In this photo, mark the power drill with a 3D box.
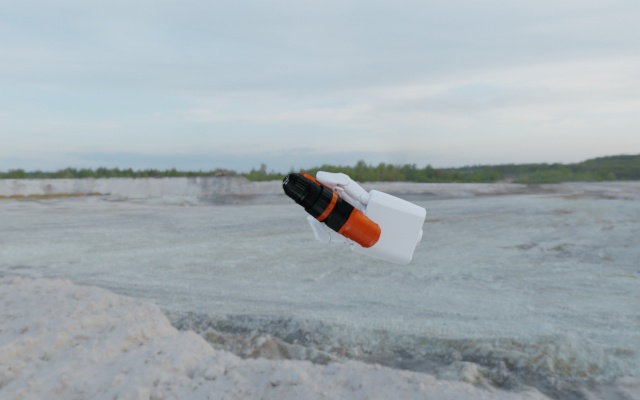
[{"bbox_3d":[0.000,0.003,0.816,0.184,0.057,0.187,36,2,-19],"label":"power drill"}]
